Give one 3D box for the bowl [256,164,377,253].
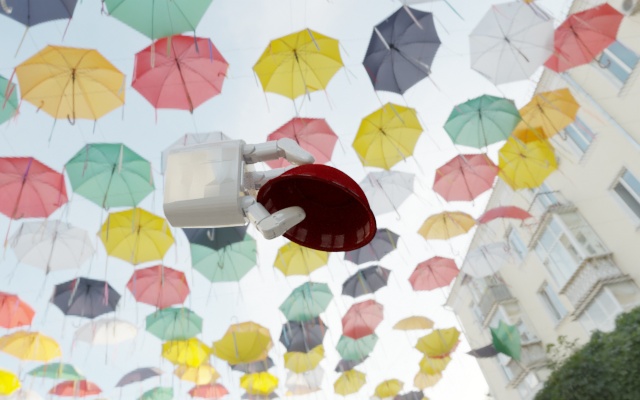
[{"bbox_3d":[0.002,0.002,0.633,0.162,0.055,0.162,12,-37,9],"label":"bowl"}]
